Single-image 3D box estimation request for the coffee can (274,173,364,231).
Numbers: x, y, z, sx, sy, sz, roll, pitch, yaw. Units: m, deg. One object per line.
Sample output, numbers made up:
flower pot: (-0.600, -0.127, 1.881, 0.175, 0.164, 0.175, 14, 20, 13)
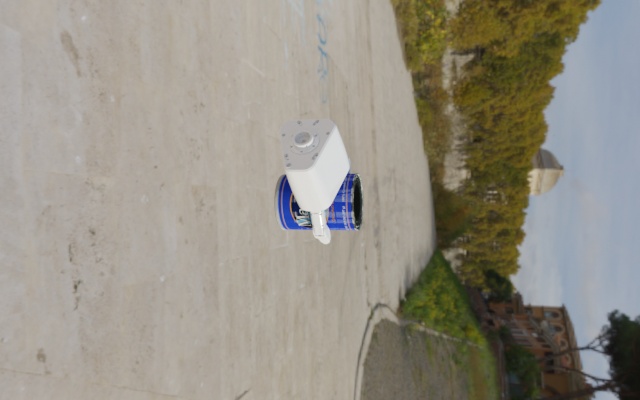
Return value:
coffee can: (0.000, 0.003, 0.859, 0.140, 0.103, 0.103, 0, 0, 15)
